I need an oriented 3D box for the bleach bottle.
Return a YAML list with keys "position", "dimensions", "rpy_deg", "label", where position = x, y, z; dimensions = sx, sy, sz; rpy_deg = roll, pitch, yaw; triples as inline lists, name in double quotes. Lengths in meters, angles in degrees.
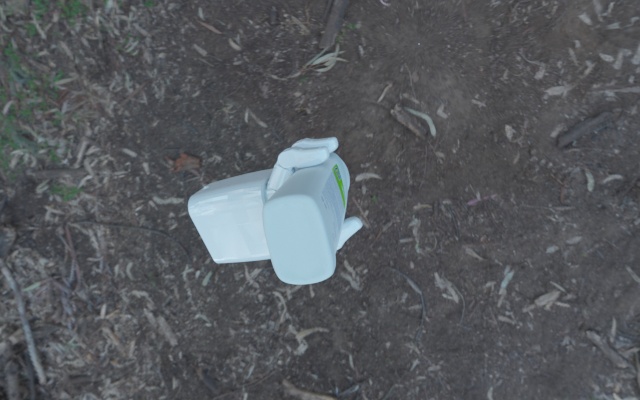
- position: [0.000, 0.002, 0.597]
  dimensions: [0.068, 0.102, 0.250]
  rpy_deg: [-9, 16, 15]
  label: "bleach bottle"
